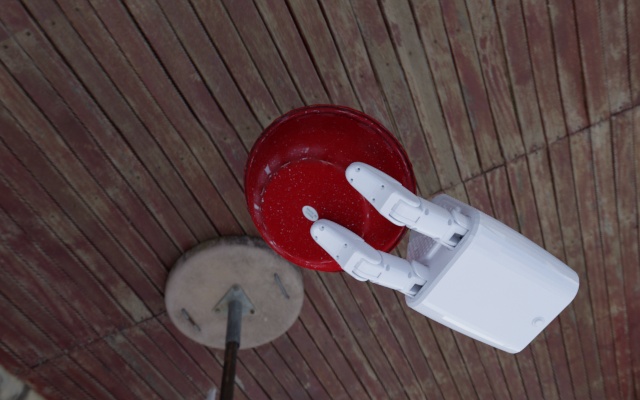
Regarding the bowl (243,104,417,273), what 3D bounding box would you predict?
[{"bbox_3d":[-0.001,0.001,0.413,0.162,0.162,0.055,0,19,14],"label":"bowl"}]
